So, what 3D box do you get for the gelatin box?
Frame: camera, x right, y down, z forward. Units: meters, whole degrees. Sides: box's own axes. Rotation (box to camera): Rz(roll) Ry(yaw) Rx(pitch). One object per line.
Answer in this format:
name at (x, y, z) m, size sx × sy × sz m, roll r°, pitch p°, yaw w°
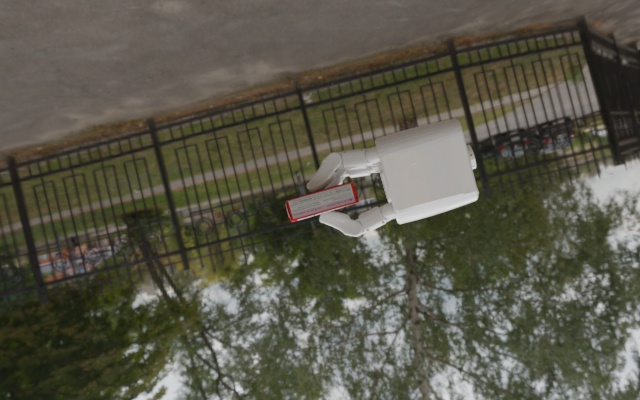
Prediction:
gelatin box at (0.000, 0.003, 0.618) m, size 0.089 × 0.030 × 0.073 m, roll -17°, pitch -2°, yaw -5°
